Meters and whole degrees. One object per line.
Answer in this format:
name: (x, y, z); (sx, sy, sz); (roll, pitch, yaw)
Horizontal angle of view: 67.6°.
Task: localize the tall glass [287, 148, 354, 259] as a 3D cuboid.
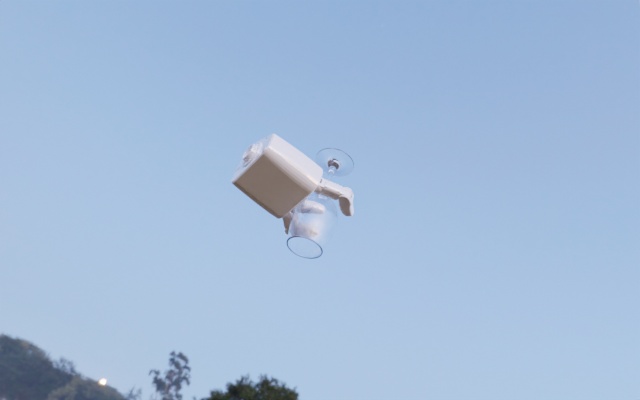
tall glass: (0.000, 0.002, 0.837); (0.079, 0.201, 0.079); (12, -38, 9)
